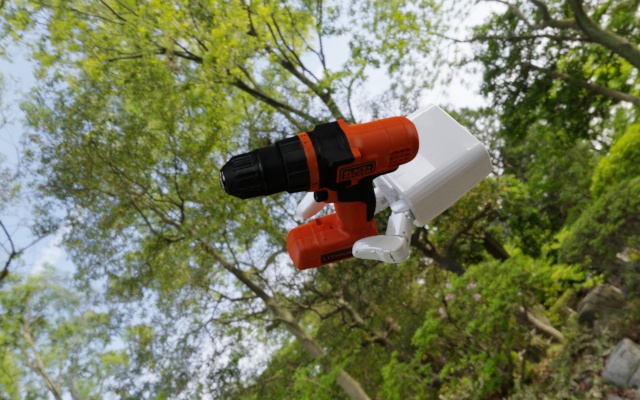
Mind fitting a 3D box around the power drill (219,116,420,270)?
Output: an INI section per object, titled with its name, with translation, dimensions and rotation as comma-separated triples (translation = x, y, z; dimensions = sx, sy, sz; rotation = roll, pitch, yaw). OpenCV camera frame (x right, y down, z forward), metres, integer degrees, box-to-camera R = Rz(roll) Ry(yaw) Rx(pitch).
[power drill]
translation = 0.000, 0.002, 0.486
dimensions = 0.184, 0.057, 0.188
rotation = -13, -32, -10
